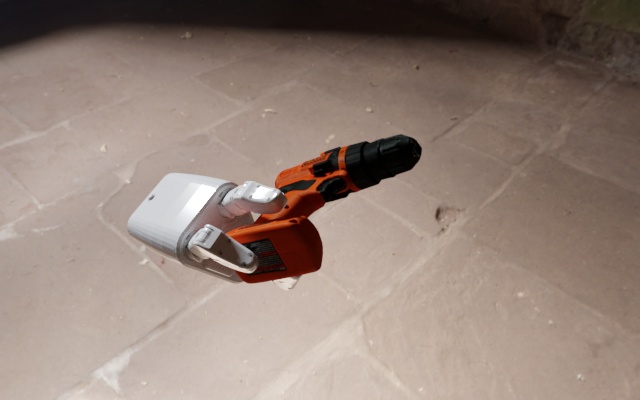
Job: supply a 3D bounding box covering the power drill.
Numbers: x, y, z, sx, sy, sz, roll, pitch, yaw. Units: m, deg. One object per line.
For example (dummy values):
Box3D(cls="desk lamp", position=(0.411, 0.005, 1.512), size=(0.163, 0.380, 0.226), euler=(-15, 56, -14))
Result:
Box3D(cls="power drill", position=(0.000, 0.002, 0.485), size=(0.184, 0.057, 0.187), euler=(-17, 19, 35))
